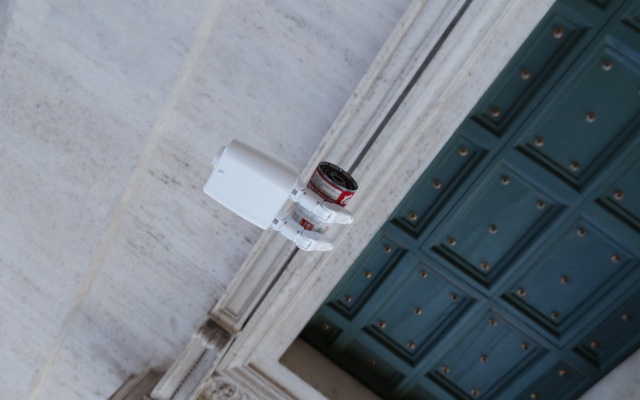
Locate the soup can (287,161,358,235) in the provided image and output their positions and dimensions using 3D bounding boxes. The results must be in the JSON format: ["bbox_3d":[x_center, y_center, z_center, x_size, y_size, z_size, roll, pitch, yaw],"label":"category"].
[{"bbox_3d":[0.000,0.003,0.710,0.068,0.102,0.068,28,24,-14],"label":"soup can"}]
